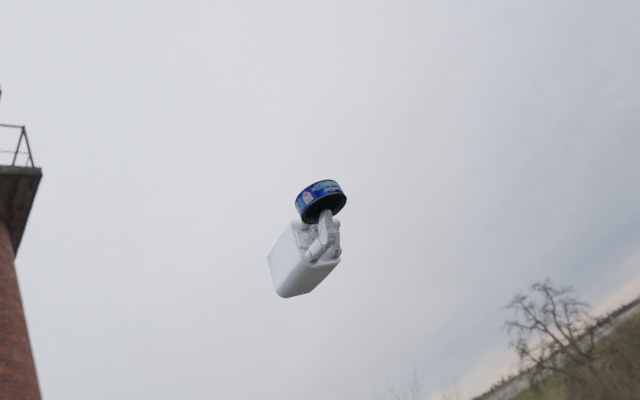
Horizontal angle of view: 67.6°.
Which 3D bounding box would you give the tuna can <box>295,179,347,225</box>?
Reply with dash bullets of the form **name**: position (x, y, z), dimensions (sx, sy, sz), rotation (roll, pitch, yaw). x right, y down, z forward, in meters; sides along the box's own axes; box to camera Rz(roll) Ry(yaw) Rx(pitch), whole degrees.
- **tuna can**: position (0.000, 0.002, 0.813), dimensions (0.086, 0.033, 0.086), rotation (-22, -28, -13)
